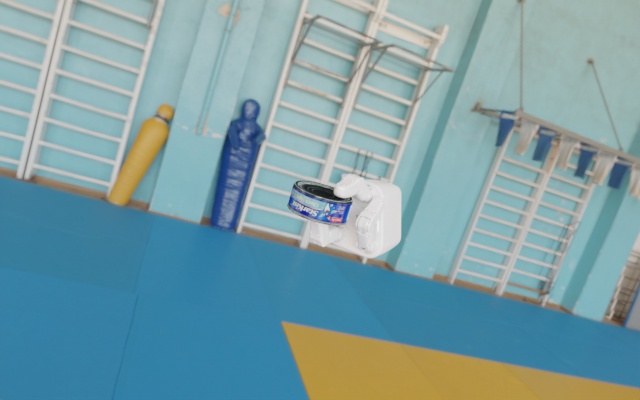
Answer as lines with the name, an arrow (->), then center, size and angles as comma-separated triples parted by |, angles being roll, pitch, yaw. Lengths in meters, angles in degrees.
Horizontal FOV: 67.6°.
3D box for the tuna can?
tuna can -> 0.000, 0.002, 0.649 | 0.086, 0.034, 0.086 | 16, 14, -4
